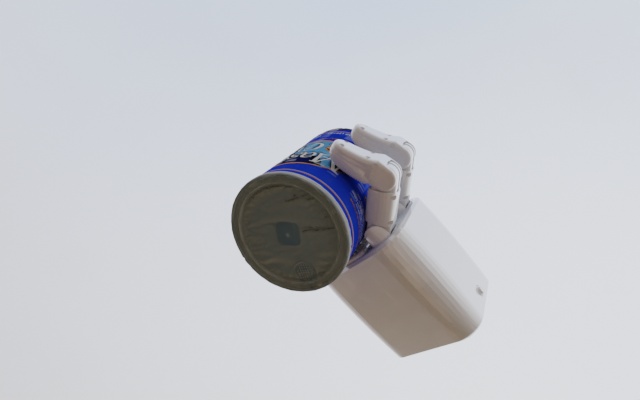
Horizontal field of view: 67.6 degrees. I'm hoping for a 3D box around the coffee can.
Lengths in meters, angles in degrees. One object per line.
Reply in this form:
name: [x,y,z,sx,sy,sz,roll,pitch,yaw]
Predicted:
coffee can: [0.000,0.001,0.430,0.103,0.103,0.140,0,22,24]
